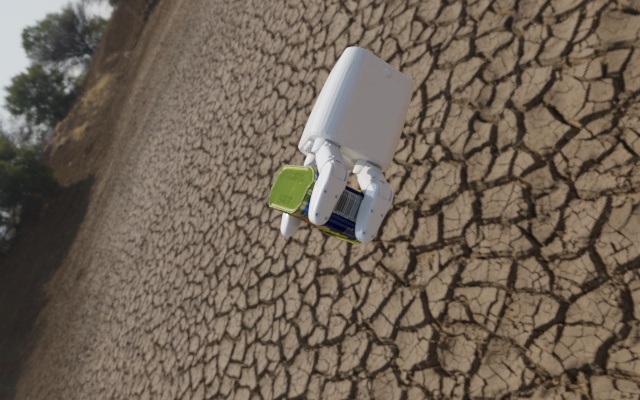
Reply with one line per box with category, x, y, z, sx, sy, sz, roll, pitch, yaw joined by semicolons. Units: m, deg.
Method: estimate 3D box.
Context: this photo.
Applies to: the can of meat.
can of meat;0.000;0.002;0.519;0.084;0.057;0.102;25;-6;-26
